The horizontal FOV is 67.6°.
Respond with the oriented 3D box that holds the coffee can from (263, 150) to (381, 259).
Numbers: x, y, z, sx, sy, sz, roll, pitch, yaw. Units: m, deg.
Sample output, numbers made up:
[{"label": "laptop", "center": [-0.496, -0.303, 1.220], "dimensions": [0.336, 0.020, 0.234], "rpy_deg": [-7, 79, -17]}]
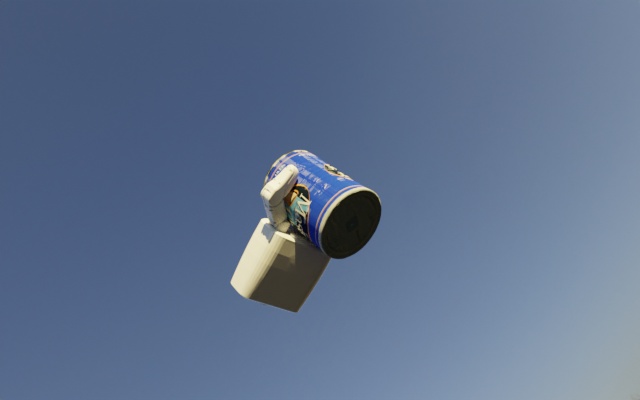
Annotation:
[{"label": "coffee can", "center": [0.000, 0.002, 0.665], "dimensions": [0.103, 0.103, 0.140], "rpy_deg": [0, 25, -42]}]
